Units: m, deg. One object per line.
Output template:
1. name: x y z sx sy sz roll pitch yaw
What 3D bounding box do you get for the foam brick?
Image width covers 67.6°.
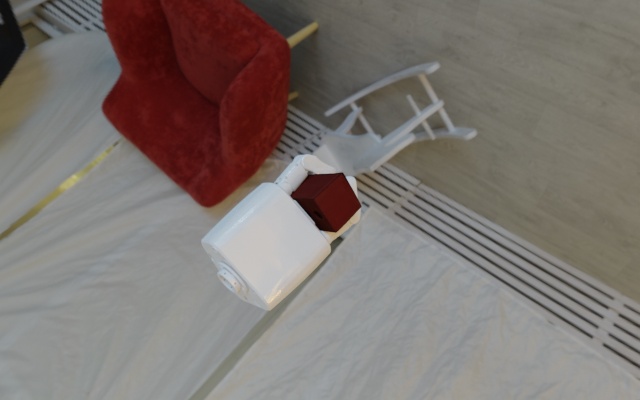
1. foam brick: 0.000 0.002 0.581 0.051 0.053 0.078 -44 24 -26
